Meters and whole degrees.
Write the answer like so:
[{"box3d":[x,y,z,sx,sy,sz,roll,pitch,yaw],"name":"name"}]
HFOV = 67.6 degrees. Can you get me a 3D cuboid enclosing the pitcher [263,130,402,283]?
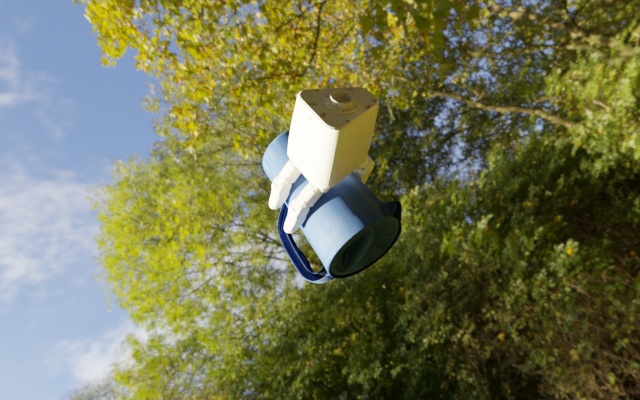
[{"box3d":[0.000,0.002,0.766,0.149,0.242,0.145,-21,-35,-26],"name":"pitcher"}]
